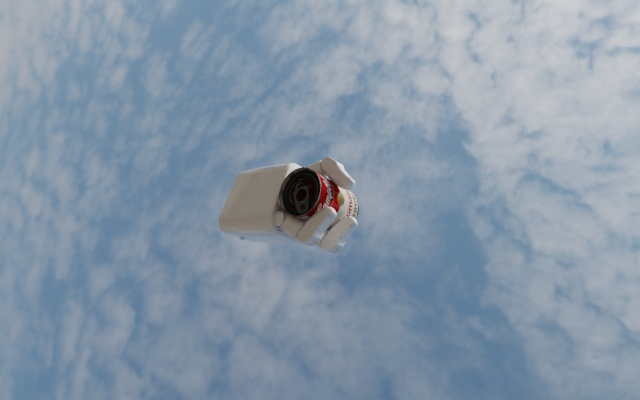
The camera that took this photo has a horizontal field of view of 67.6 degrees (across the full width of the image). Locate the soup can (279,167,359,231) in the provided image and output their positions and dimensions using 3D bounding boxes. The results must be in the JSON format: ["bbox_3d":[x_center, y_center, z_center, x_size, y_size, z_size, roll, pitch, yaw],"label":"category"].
[{"bbox_3d":[0.001,0.002,0.663,0.068,0.068,0.102,0,-16,35],"label":"soup can"}]
